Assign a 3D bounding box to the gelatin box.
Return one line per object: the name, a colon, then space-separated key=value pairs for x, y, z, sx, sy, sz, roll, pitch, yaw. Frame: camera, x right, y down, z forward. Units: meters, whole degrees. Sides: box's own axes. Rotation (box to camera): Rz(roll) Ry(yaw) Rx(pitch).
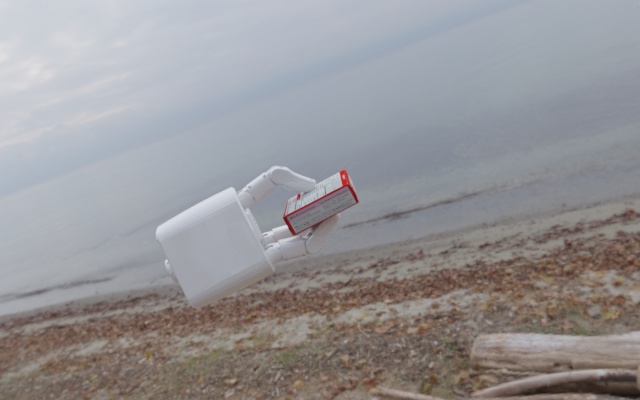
gelatin box: x=0.000 y=0.001 z=0.585 sx=0.089 sy=0.030 sz=0.073 roll=-28 pitch=14 yaw=8
